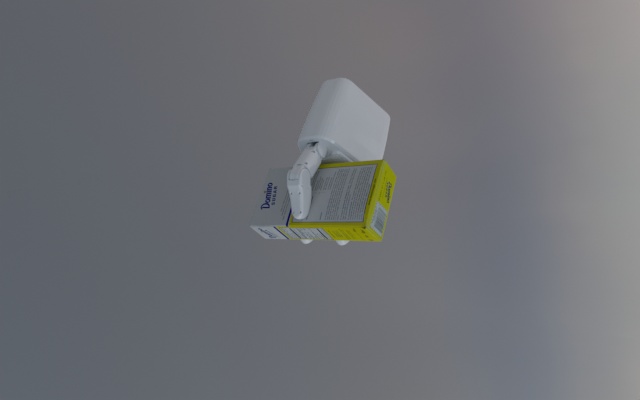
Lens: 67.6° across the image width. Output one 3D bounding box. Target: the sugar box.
[{"bbox_3d":[0.001,0.002,0.603,0.176,0.093,0.048,-2,-32,36],"label":"sugar box"}]
